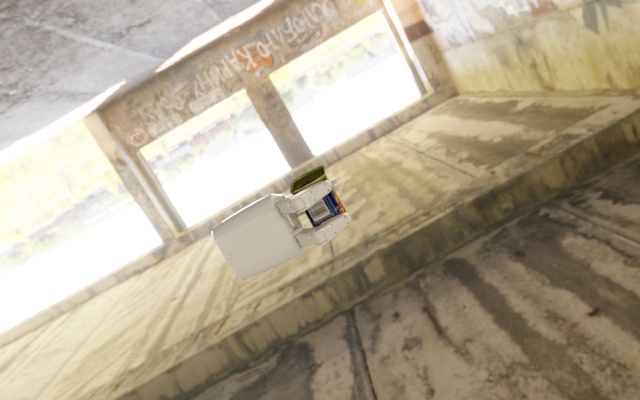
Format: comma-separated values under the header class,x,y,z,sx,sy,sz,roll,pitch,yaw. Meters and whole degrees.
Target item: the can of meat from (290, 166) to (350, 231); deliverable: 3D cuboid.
class,x,y,z,sx,sy,sz,roll,pitch,yaw
can of meat,0.000,0.003,0.715,0.057,0.084,0.102,-28,12,5
